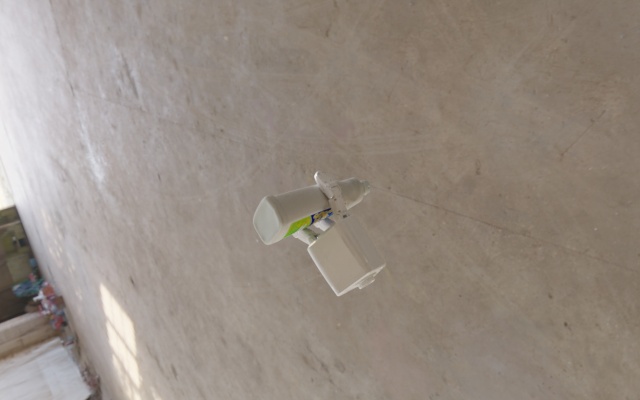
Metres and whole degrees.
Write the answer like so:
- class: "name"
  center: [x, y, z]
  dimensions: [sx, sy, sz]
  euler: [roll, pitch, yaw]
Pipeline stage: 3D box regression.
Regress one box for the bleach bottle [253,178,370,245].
- class: "bleach bottle"
  center: [0.000, 0.003, 0.900]
  dimensions: [0.251, 0.068, 0.103]
  euler: [-20, -20, -35]
